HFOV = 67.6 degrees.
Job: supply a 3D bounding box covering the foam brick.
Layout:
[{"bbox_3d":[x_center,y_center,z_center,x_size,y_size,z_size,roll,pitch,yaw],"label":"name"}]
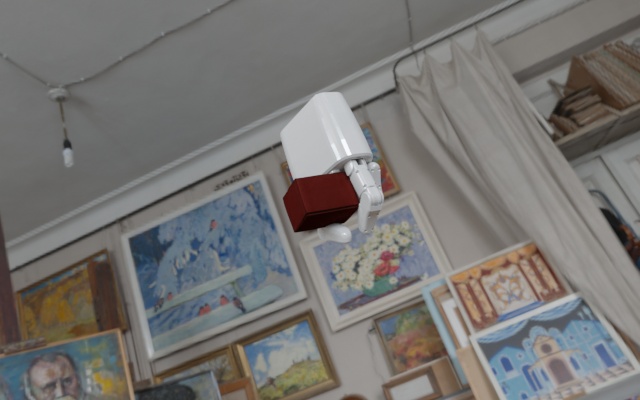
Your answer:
[{"bbox_3d":[0.000,0.002,0.602,0.078,0.051,0.053,-9,-24,-29],"label":"foam brick"}]
